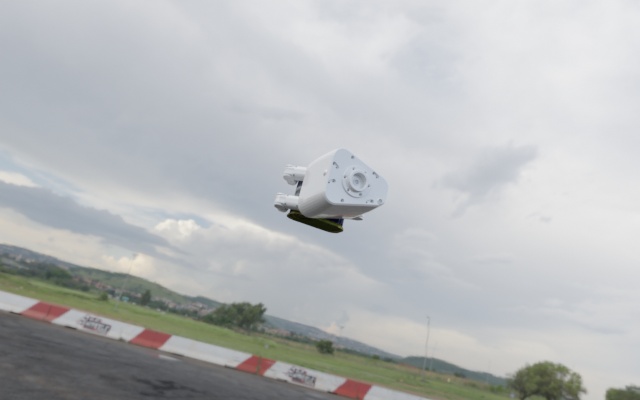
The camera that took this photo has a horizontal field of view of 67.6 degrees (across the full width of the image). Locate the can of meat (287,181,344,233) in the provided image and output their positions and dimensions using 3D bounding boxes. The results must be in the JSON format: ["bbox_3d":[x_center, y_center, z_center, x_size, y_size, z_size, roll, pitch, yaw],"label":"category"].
[{"bbox_3d":[0.000,0.003,0.858,0.102,0.084,0.057,20,-17,-16],"label":"can of meat"}]
